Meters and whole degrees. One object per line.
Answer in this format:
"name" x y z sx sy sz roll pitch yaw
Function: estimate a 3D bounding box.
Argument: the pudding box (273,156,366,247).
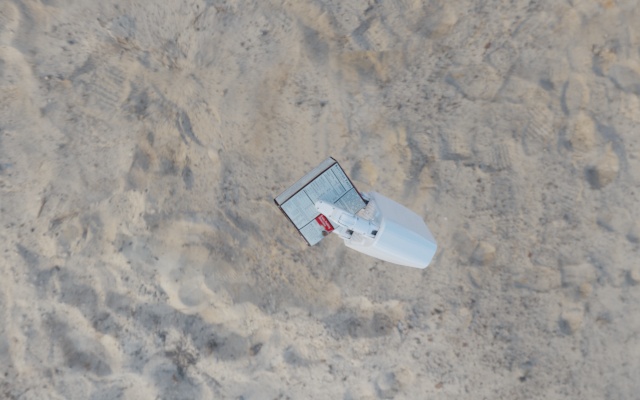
"pudding box" 0.000 0.002 0.725 0.113 0.090 0.039 -38 23 -5
